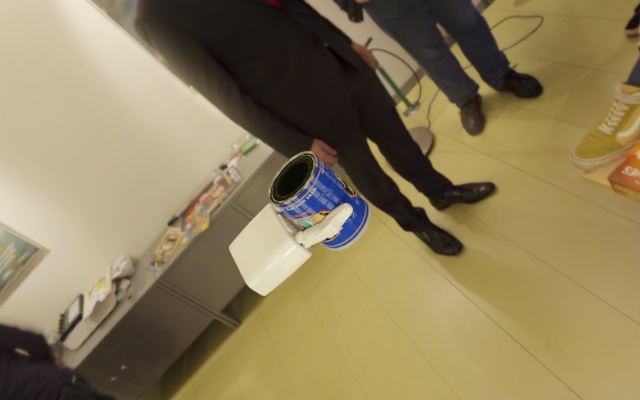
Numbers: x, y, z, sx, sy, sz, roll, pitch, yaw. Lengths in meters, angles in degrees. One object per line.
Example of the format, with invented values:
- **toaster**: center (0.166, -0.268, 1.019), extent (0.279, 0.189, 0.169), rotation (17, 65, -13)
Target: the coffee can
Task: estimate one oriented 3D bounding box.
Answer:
- **coffee can**: center (0.000, 0.003, 0.775), extent (0.140, 0.102, 0.103), rotation (41, -24, -32)
